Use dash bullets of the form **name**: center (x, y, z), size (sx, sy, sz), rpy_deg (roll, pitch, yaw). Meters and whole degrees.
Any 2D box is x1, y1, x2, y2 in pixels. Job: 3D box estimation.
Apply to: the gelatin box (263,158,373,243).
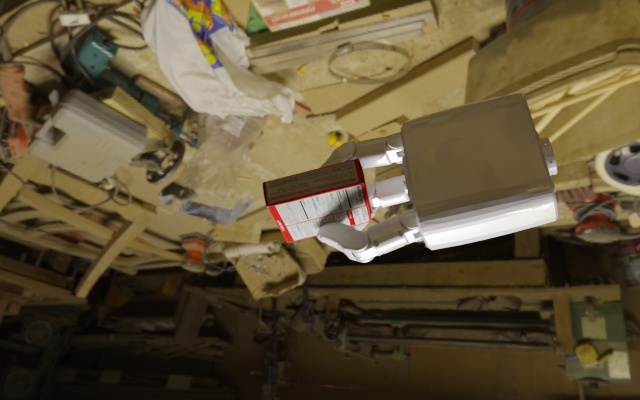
- **gelatin box**: center (0.000, 0.002, 0.440), size (0.089, 0.030, 0.073), rpy_deg (-15, -32, 4)
